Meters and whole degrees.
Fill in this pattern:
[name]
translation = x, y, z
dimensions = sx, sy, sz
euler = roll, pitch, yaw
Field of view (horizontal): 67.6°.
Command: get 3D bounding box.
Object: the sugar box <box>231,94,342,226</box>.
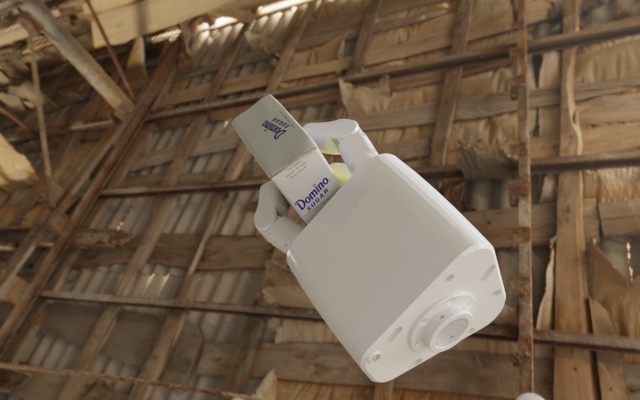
[sugar box]
translation = 0.001, 0.001, 0.406
dimensions = 0.048, 0.176, 0.093
euler = -35, 44, -3
